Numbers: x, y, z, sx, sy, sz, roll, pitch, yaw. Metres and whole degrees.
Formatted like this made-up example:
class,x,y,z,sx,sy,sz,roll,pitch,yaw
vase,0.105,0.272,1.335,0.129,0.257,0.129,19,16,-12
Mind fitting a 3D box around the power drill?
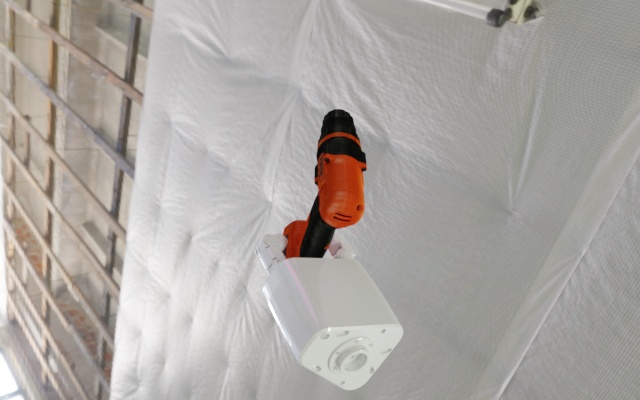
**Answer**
class,x,y,z,sx,sy,sz,roll,pitch,yaw
power drill,0.000,0.002,0.581,0.057,0.188,0.184,13,41,-10
